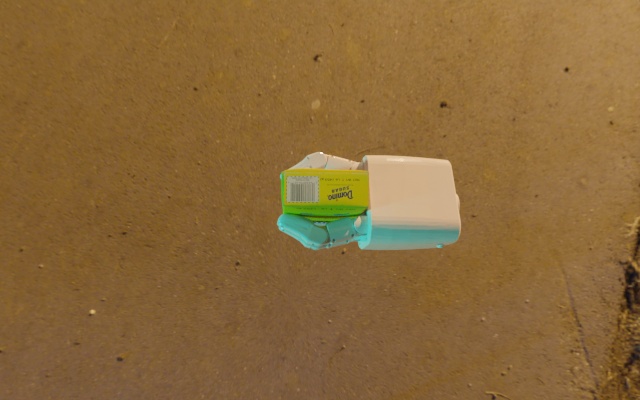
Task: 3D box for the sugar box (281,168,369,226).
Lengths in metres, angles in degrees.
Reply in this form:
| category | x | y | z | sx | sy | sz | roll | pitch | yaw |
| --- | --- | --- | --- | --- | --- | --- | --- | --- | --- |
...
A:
| category | x | y | z | sx | sy | sz | roll | pitch | yaw |
| --- | --- | --- | --- | --- | --- | --- | --- | --- | --- |
| sugar box | 0.000 | 0.002 | 0.580 | 0.093 | 0.048 | 0.176 | 1 | -12 | -3 |
